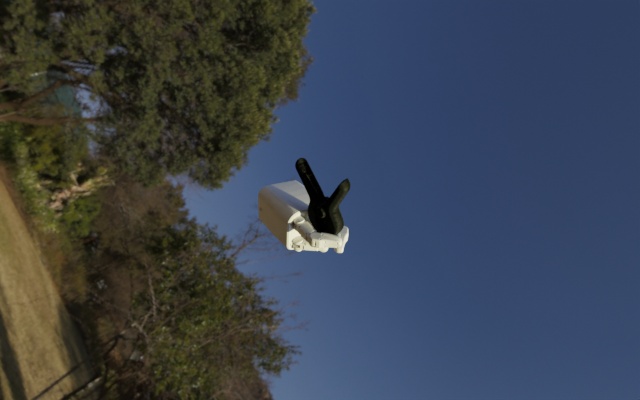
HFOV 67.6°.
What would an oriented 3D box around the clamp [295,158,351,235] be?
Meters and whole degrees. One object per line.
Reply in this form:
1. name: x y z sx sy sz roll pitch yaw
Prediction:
1. clamp: 0.001 0.003 0.869 0.039 0.172 0.120 -28 52 -31
